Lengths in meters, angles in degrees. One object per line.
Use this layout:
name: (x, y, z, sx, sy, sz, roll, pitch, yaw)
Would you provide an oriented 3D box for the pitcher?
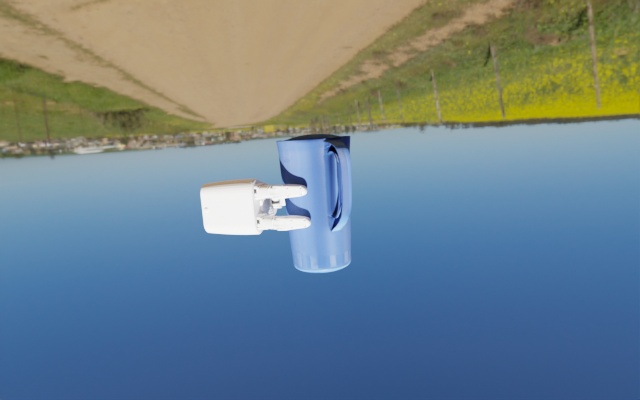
pitcher: (0.000, 0.003, 0.858, 0.145, 0.243, 0.149, -2, 8, 15)
